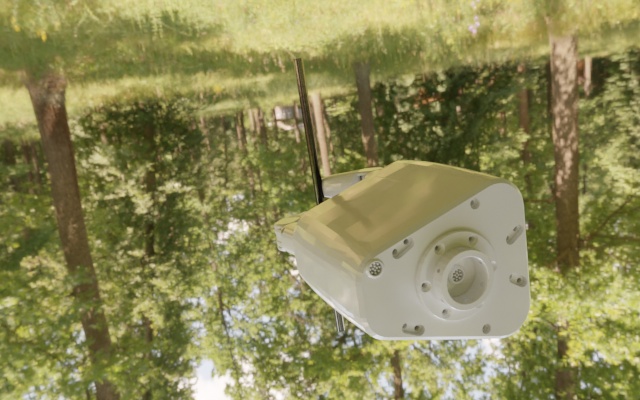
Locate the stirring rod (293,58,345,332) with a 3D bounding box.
[{"bbox_3d":[0.000,0.001,0.412,0.011,0.239,0.011,-9,11,2],"label":"stirring rod"}]
